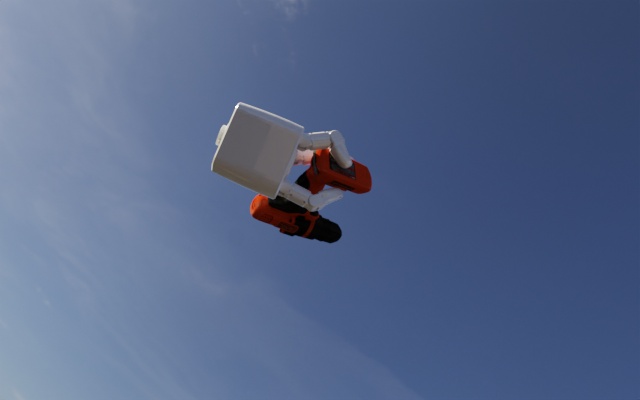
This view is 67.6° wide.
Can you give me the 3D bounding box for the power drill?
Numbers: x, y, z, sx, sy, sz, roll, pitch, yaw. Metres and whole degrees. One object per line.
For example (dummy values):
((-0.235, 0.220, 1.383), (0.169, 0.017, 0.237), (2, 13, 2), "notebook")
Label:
((0.000, 0.002, 0.808), (0.184, 0.057, 0.188), (20, -44, -30), "power drill")
